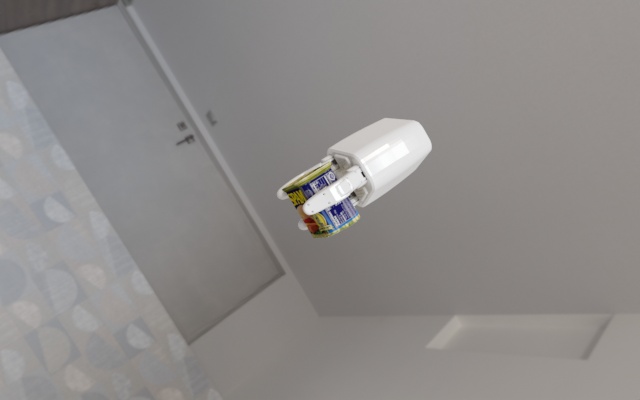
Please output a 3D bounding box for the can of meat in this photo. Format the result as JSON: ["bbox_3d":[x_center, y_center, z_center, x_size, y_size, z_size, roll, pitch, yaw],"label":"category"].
[{"bbox_3d":[0.000,0.002,0.648,0.057,0.084,0.102,-33,6,-18],"label":"can of meat"}]
